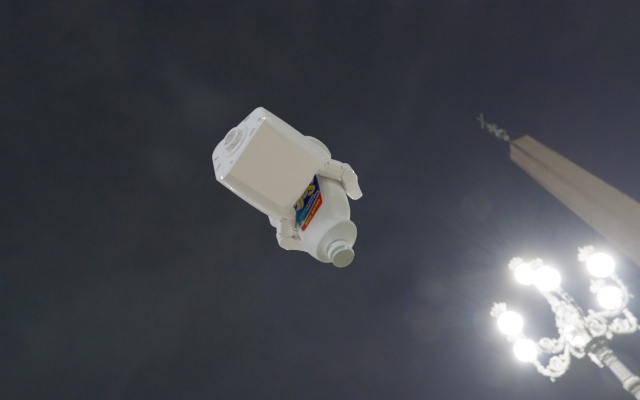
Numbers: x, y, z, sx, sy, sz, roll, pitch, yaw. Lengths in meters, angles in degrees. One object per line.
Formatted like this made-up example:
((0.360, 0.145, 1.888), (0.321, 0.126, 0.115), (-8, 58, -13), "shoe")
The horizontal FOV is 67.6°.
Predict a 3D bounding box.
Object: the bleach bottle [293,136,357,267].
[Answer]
((0.000, 0.002, 0.698), (0.068, 0.102, 0.250), (34, 16, -32), "bleach bottle")
